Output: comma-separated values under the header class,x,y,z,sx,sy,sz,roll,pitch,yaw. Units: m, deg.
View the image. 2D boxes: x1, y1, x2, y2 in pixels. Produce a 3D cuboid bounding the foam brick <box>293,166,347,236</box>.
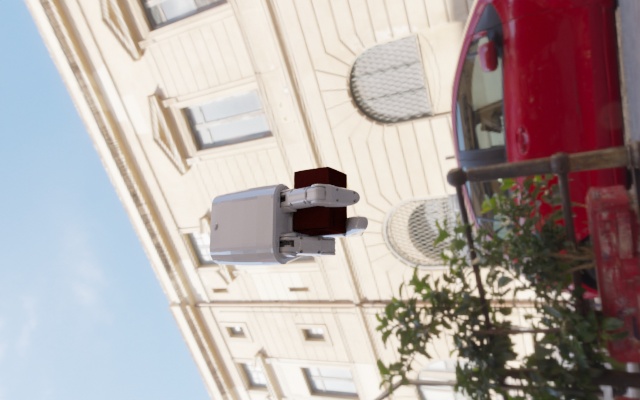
class,x,y,z,sx,sy,sz,roll,pitch,yaw
foam brick,0.000,0.002,0.597,0.051,0.078,0.053,-6,-13,29
